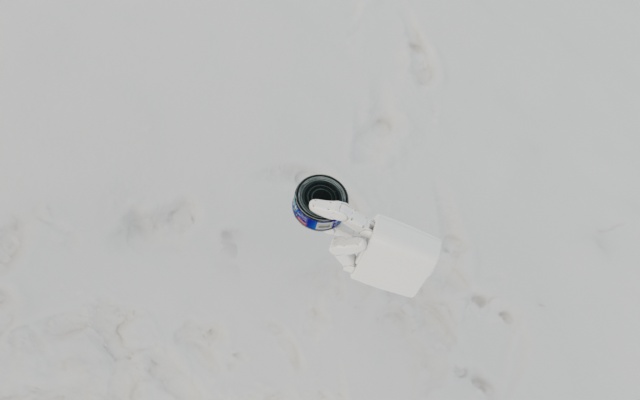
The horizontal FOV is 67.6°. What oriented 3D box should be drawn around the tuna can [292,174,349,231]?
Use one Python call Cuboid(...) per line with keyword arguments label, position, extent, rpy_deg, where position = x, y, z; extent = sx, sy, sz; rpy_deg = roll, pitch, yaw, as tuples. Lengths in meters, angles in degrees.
Cuboid(label="tuna can", position=(0.000, 0.002, 0.739), extent=(0.086, 0.086, 0.034), rpy_deg=(0, -30, -10))
